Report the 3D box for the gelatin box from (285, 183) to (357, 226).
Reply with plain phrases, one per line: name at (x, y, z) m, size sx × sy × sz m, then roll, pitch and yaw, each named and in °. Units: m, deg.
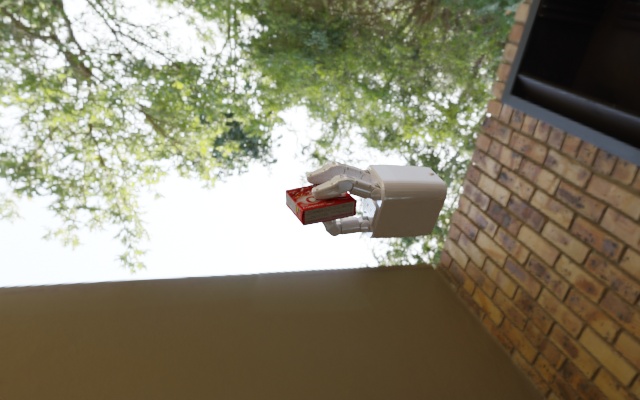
gelatin box at (0.000, 0.003, 0.721) m, size 0.089 × 0.030 × 0.073 m, roll -11°, pitch 30°, yaw -21°
